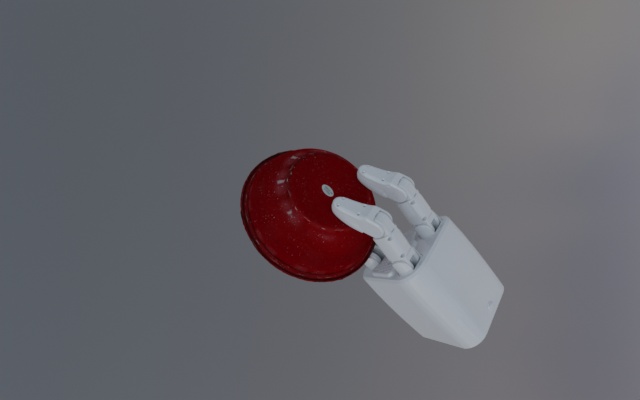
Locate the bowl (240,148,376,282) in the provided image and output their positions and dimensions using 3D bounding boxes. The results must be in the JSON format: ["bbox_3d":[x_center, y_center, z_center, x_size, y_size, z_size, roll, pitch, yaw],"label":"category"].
[{"bbox_3d":[-0.001,0.001,0.507,0.162,0.162,0.055,0,-27,-24],"label":"bowl"}]
